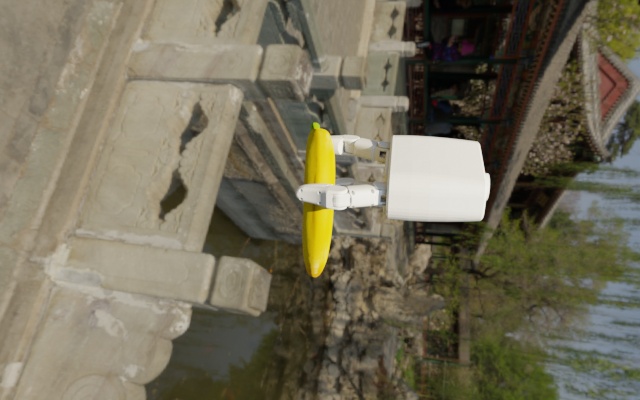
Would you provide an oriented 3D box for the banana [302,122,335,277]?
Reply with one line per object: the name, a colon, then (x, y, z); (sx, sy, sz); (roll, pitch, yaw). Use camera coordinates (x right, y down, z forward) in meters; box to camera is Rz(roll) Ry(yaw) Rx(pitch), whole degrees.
banana: (-0.001, -0.002, 0.582); (0.037, 0.198, 0.069); (2, -2, 4)
